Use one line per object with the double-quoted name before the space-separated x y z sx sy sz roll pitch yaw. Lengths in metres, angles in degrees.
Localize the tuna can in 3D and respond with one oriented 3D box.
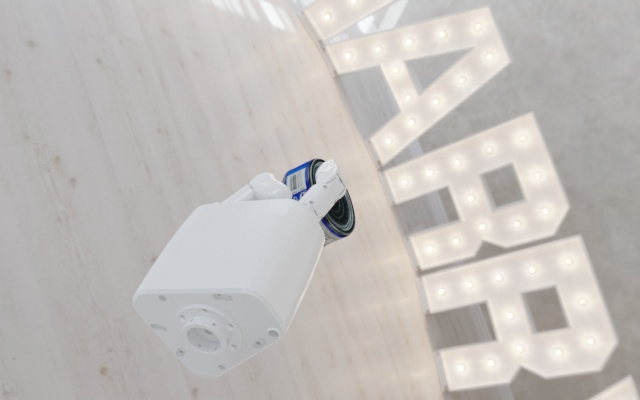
"tuna can" 0.001 0.001 0.479 0.034 0.086 0.086 -24 -11 25
